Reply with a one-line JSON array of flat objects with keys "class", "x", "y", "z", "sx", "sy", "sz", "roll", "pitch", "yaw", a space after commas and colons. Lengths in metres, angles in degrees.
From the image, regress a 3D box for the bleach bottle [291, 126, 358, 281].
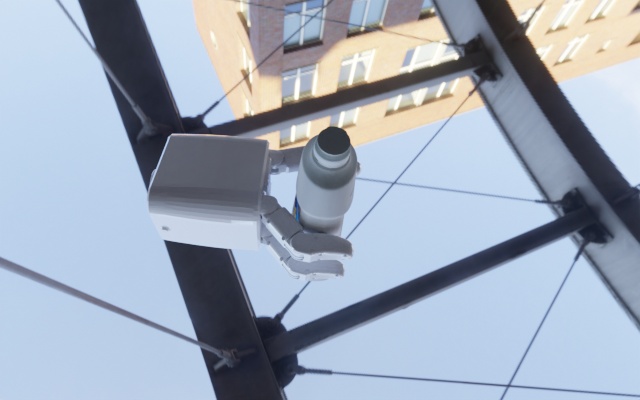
[{"class": "bleach bottle", "x": 0.000, "y": 0.002, "z": 0.502, "sx": 0.068, "sy": 0.102, "sz": 0.251, "roll": 6, "pitch": -28, "yaw": -3}]
